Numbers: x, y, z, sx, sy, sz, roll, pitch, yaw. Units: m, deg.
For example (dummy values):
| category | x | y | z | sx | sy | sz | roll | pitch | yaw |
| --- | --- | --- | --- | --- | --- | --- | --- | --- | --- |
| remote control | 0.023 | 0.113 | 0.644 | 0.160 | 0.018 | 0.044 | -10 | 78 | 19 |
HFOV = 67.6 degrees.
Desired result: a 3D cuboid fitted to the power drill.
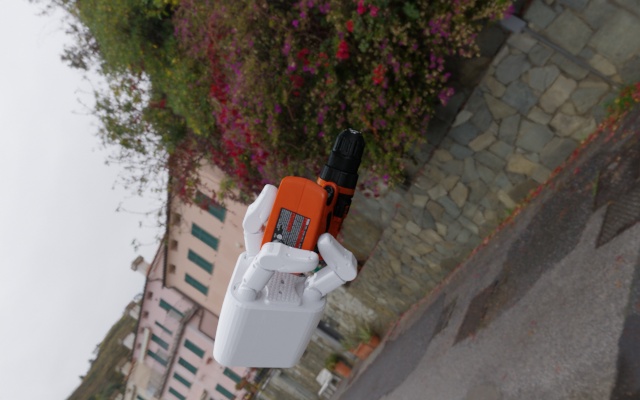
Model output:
| category | x | y | z | sx | sy | sz | roll | pitch | yaw |
| --- | --- | --- | --- | --- | --- | --- | --- | --- | --- |
| power drill | 0.000 | 0.002 | 0.580 | 0.057 | 0.184 | 0.187 | 19 | 12 | 14 |
